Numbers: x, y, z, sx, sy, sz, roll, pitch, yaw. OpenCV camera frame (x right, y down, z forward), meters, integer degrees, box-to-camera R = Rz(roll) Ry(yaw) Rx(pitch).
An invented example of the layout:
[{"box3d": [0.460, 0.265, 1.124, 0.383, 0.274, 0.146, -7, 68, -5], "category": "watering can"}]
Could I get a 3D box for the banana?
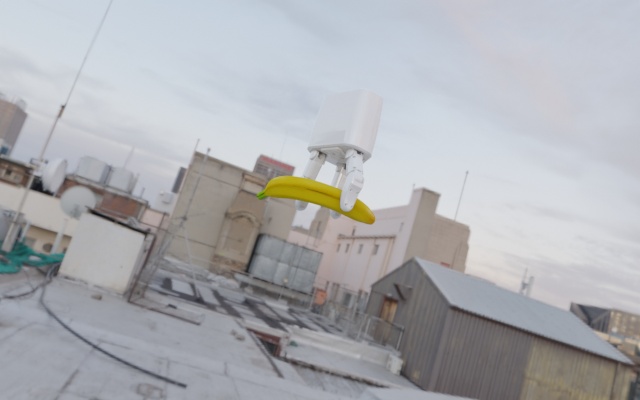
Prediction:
[{"box3d": [-0.001, -0.004, 0.756, 0.198, 0.037, 0.070, 15, -20, -3], "category": "banana"}]
